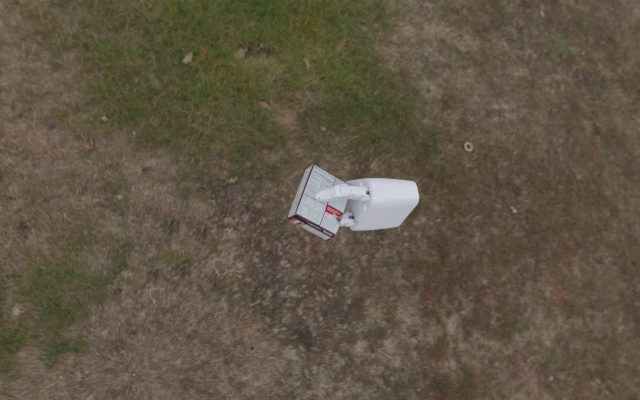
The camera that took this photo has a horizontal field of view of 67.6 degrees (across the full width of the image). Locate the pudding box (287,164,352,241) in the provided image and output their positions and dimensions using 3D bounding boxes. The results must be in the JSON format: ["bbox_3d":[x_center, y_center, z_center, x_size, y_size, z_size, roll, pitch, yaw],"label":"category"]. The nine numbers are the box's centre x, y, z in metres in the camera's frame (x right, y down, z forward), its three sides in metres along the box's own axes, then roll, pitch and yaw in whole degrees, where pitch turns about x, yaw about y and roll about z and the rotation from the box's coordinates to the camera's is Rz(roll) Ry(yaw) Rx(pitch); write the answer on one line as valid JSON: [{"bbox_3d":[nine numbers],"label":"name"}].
[{"bbox_3d":[0.000,0.003,0.869,0.090,0.113,0.039,28,-30,-16],"label":"pudding box"}]
